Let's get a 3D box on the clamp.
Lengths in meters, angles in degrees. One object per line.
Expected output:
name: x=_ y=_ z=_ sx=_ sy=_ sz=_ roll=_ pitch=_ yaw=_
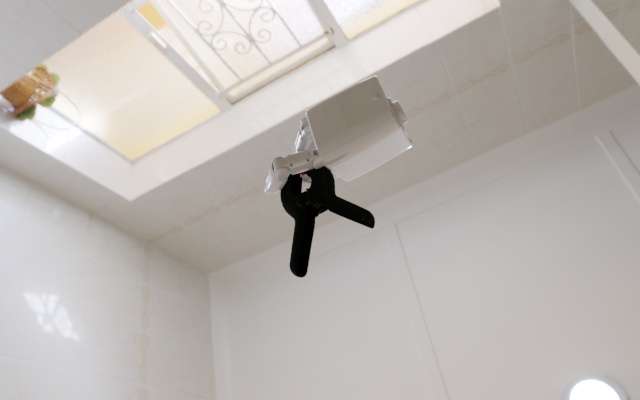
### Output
clamp: x=0.000 y=0.002 z=0.608 sx=0.120 sy=0.171 sz=0.039 roll=-26 pitch=-36 yaw=14
